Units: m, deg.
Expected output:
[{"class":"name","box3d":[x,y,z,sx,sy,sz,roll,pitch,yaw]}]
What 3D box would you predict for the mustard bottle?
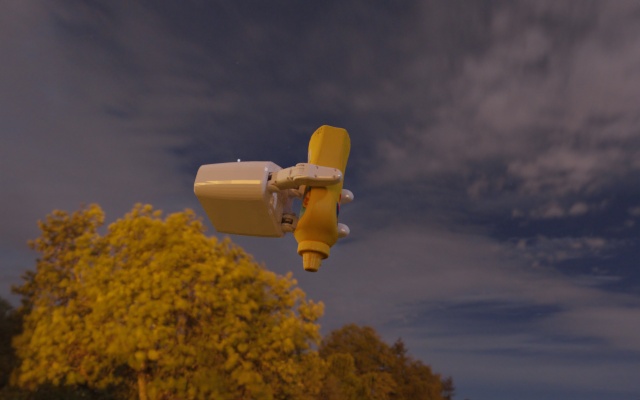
[{"class":"mustard bottle","box3d":[0.000,0.002,0.642,0.058,0.191,0.096,11,-25,-5]}]
